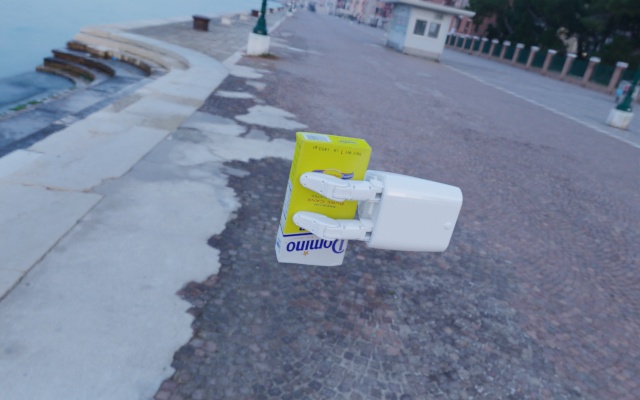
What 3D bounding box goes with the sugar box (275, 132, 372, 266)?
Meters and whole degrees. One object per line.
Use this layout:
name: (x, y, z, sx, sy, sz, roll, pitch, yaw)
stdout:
sugar box: (0.000, 0.002, 0.632, 0.093, 0.176, 0.048, 5, 22, -14)
